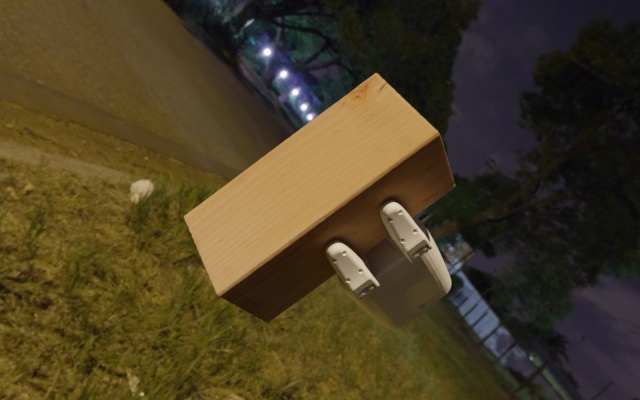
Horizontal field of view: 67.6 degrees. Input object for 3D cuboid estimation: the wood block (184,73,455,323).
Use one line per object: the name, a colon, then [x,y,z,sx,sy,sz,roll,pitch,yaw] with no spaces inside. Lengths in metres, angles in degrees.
wood block: [0.000,0.001,0.416,0.206,0.090,0.090,-37,-36,2]
